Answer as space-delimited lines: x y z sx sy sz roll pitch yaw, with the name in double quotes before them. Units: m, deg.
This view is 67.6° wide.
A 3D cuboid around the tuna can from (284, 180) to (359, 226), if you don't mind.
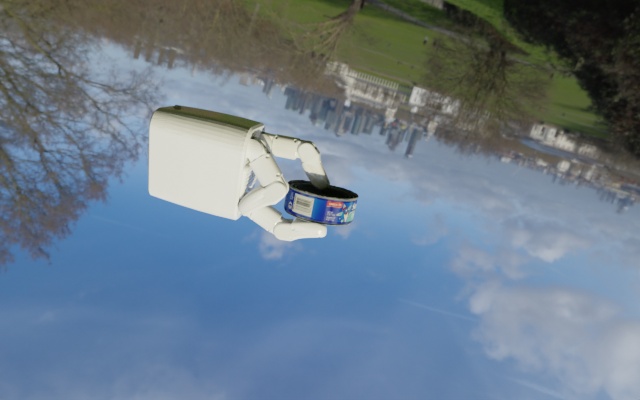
"tuna can" 0.000 0.002 0.570 0.086 0.034 0.086 11 12 -2
